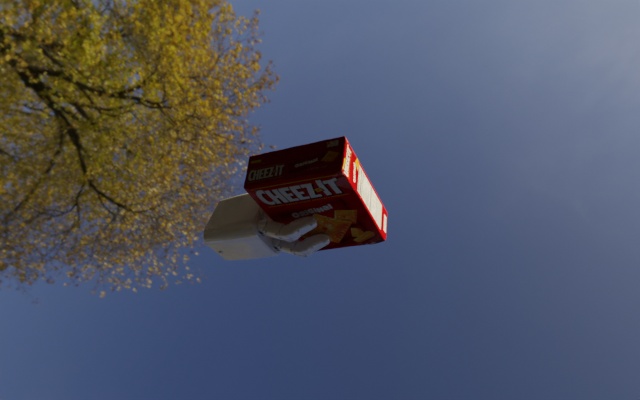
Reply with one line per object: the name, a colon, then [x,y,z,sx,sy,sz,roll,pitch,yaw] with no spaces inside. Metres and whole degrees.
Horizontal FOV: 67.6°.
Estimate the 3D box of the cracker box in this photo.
cracker box: [0.000,0.002,0.779,0.164,0.072,0.214,-10,-37,22]
